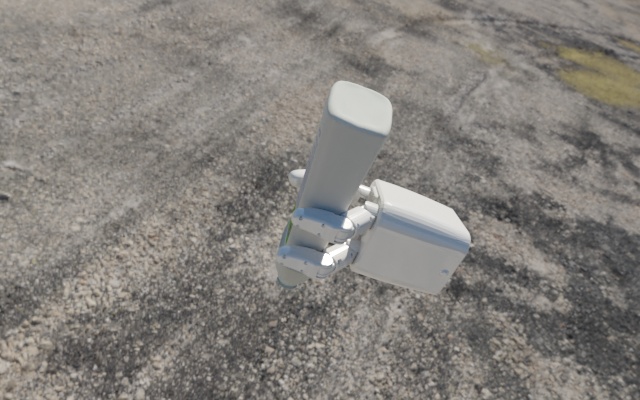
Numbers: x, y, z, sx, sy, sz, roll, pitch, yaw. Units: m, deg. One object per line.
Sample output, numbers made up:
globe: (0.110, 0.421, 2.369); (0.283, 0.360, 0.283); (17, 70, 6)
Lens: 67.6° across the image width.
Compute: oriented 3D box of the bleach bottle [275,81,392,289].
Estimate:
bleach bottle: (0.000, 0.002, 0.534); (0.068, 0.251, 0.102); (20, 35, -4)
